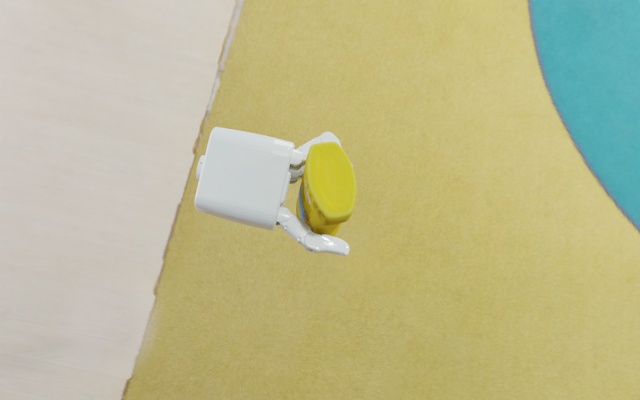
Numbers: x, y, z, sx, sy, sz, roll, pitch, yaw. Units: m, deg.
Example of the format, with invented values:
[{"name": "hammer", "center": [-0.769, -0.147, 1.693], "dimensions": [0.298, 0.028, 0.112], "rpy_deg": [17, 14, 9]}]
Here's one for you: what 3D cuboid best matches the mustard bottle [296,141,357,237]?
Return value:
[{"name": "mustard bottle", "center": [0.000, 0.002, 0.635], "dimensions": [0.058, 0.096, 0.192], "rpy_deg": [-10, -16, -11]}]
